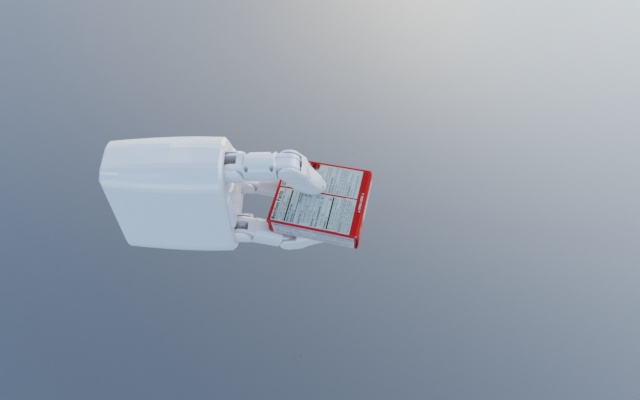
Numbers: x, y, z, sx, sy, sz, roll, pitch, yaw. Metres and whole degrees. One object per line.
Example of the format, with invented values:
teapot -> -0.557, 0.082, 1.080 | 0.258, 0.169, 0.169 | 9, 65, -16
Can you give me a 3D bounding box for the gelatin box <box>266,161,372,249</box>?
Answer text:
gelatin box -> 0.000, 0.001, 0.464 | 0.089, 0.073, 0.030 | 10, -26, 10
